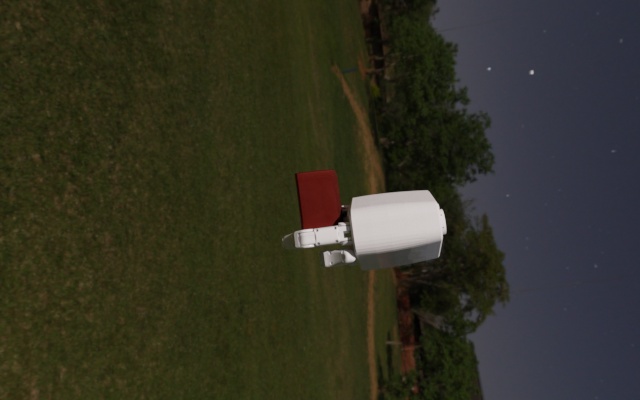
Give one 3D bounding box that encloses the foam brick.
[{"bbox_3d":[0.000,0.002,0.629,0.051,0.078,0.053,-9,-6,8],"label":"foam brick"}]
